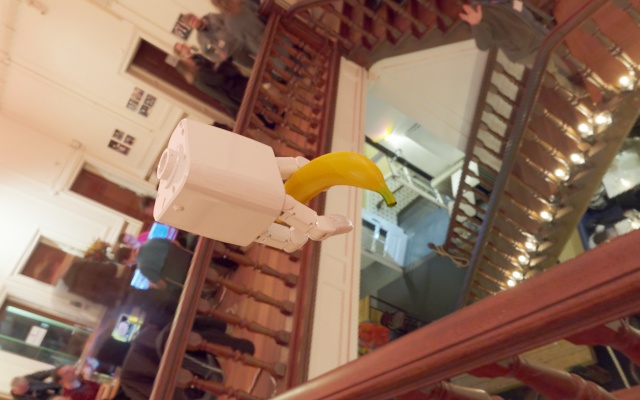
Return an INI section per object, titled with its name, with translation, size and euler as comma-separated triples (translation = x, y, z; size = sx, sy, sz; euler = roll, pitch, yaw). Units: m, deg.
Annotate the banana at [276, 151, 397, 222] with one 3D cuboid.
[banana]
translation = 0.003, -0.017, 0.548
size = 0.037, 0.069, 0.198
euler = 8, -12, -39
